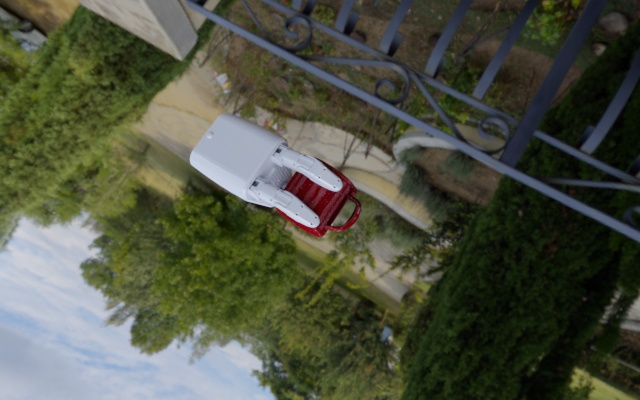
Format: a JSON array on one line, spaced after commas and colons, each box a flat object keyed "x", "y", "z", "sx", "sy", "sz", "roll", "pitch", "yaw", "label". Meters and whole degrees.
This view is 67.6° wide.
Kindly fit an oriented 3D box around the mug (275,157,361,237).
[{"x": 0.001, "y": 0.003, "z": 0.653, "sx": 0.117, "sy": 0.081, "sz": 0.093, "roll": 29, "pitch": -12, "yaw": 24, "label": "mug"}]
